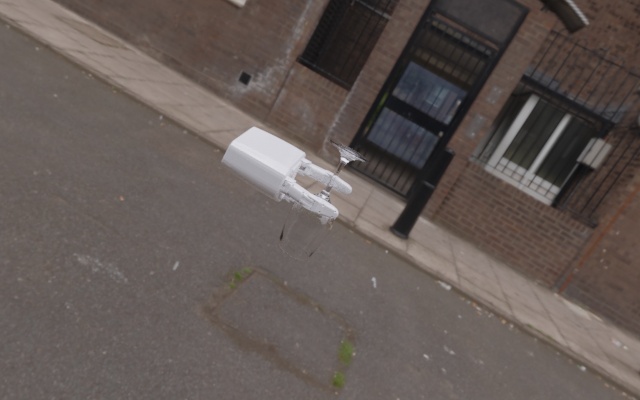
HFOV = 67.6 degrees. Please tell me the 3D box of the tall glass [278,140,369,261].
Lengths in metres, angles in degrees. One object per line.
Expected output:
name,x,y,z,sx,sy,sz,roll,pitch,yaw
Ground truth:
tall glass,0.001,0.002,0.806,0.079,0.201,0.079,28,13,-7
